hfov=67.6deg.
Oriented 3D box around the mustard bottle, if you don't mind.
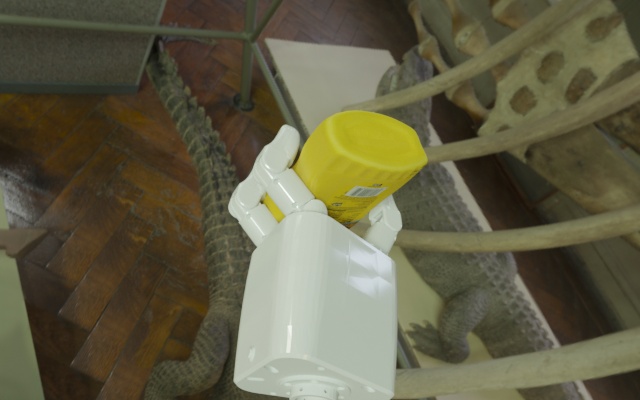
[{"bbox_3d":[0.000,0.001,0.426,0.096,0.058,0.192,0,-30,-35],"label":"mustard bottle"}]
